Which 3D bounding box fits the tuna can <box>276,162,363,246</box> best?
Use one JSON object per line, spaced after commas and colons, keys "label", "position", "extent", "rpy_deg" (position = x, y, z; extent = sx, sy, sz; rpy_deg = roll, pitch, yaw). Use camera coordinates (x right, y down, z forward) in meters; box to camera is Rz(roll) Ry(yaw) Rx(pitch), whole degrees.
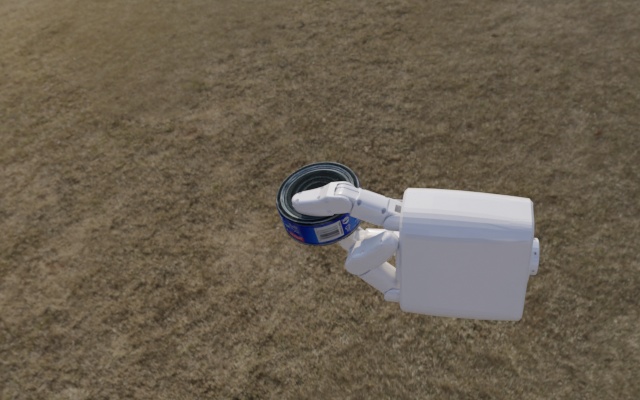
{"label": "tuna can", "position": [0.000, 0.001, 0.473], "extent": [0.086, 0.086, 0.034], "rpy_deg": [0, -42, 17]}
